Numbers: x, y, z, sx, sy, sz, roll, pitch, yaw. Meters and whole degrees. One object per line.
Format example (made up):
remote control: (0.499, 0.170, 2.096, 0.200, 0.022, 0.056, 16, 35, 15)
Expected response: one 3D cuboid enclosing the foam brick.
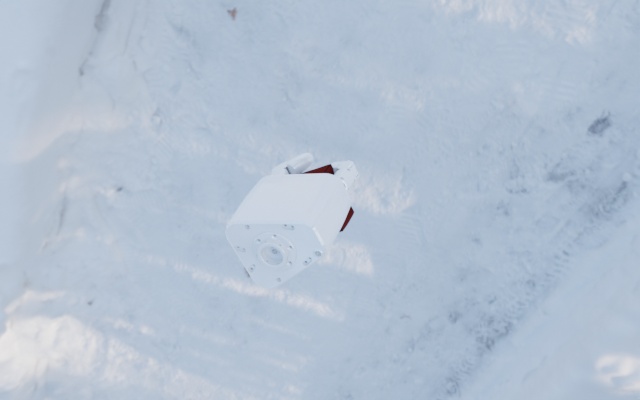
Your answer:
foam brick: (0.000, 0.002, 0.623, 0.053, 0.078, 0.051, -16, 23, 29)
